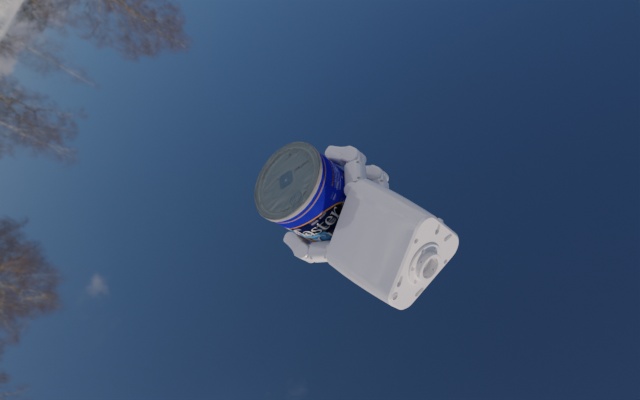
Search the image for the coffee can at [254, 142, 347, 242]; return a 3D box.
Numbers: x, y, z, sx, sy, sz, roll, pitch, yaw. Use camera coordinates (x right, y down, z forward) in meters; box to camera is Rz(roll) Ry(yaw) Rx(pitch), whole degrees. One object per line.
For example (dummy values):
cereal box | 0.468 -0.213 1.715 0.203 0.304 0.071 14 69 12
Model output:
coffee can | 0.000 0.002 0.613 0.103 0.102 0.140 0 -23 41
